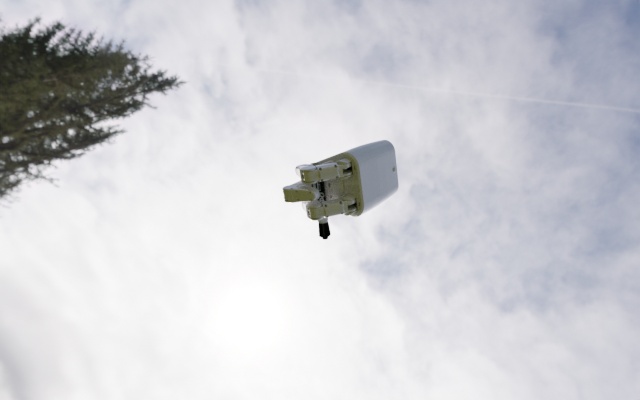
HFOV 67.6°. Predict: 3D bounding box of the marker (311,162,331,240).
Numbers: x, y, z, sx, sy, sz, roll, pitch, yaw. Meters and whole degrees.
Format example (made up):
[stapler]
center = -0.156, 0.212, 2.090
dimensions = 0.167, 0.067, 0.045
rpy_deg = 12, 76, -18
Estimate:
[marker]
center = 0.000, 0.002, 0.726
dimensions = 0.020, 0.121, 0.020
rpy_deg = -7, 17, 2
